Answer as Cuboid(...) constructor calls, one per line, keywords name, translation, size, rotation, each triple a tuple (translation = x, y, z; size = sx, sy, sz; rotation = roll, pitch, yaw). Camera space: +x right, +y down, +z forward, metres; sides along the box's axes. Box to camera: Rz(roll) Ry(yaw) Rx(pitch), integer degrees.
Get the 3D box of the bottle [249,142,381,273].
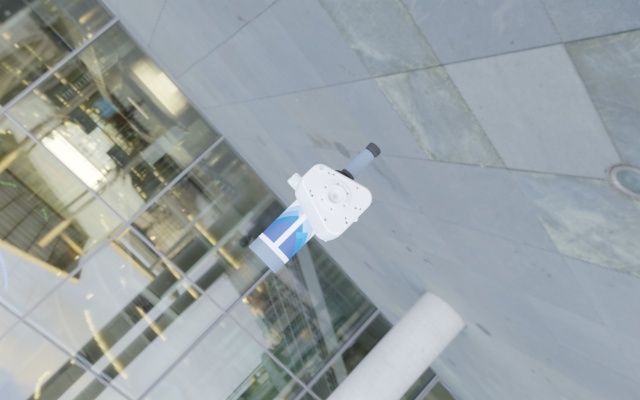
Cuboid(name="bottle", translation=(0.000, 0.003, 0.865), size=(0.295, 0.069, 0.069), rotation=(-45, 10, -10))
